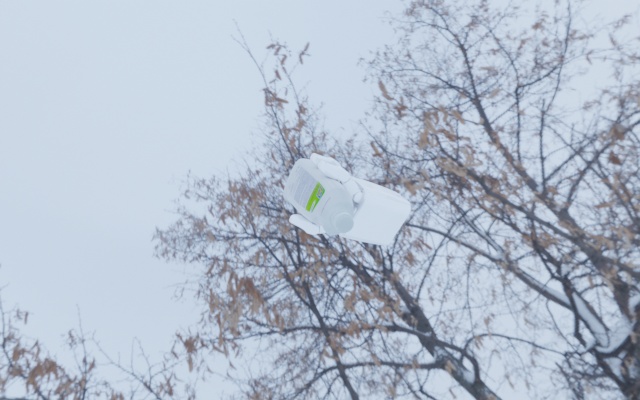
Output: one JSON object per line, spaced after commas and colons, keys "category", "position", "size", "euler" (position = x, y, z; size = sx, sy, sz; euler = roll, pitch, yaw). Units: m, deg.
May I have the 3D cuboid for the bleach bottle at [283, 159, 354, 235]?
{"category": "bleach bottle", "position": [0.000, 0.003, 0.867], "size": [0.068, 0.102, 0.250], "euler": [15, 15, -23]}
